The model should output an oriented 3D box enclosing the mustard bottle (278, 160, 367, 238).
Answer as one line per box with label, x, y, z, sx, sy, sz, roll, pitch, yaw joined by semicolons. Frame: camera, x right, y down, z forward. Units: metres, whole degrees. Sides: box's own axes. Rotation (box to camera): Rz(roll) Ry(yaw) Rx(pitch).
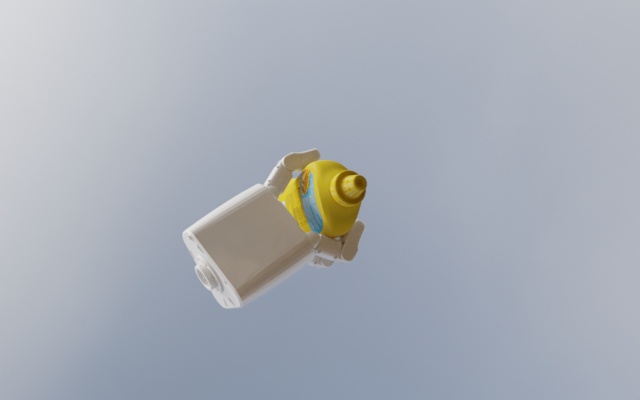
mustard bottle;0.000;0.002;0.597;0.058;0.096;0.192;-7;-10;-28
